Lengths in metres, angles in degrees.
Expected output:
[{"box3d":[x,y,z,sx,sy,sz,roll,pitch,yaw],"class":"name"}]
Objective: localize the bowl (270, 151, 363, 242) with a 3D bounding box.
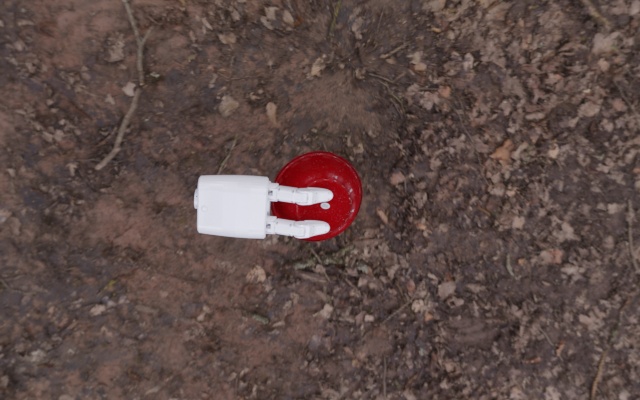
[{"box3d":[0.002,0.002,0.789,0.162,0.162,0.055,0,17,-14],"class":"bowl"}]
